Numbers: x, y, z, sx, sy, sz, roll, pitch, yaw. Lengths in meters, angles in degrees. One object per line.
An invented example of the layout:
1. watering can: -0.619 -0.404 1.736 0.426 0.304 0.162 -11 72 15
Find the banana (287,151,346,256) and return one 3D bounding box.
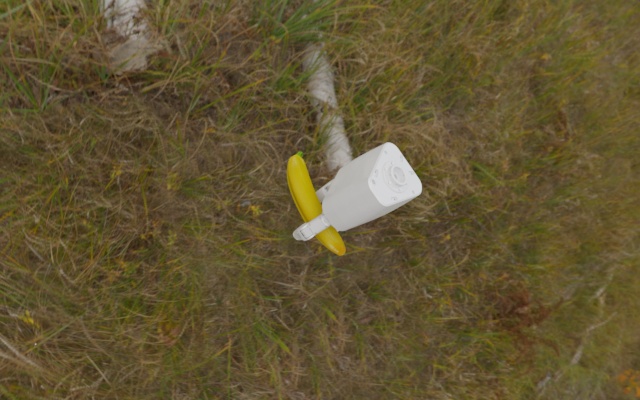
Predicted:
1. banana: -0.013 0.001 0.786 0.037 0.197 0.069 -33 -18 37
